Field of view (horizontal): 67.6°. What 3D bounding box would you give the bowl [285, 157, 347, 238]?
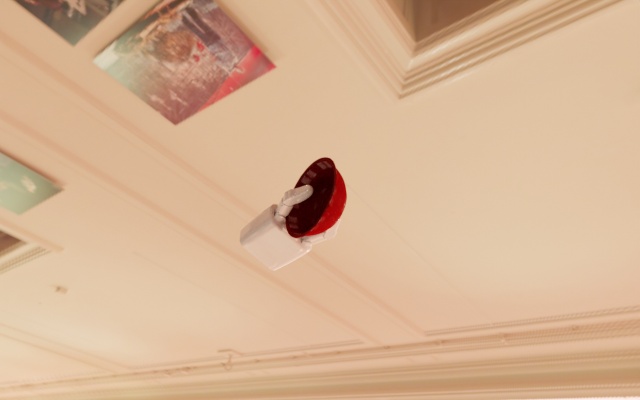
[{"bbox_3d":[0.001,0.003,0.889,0.055,0.162,0.162,25,-12,-27],"label":"bowl"}]
